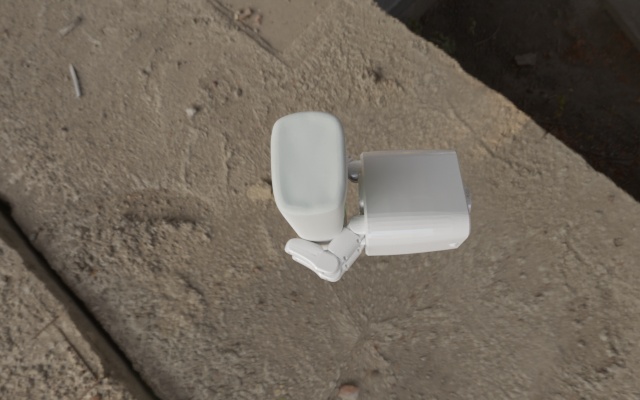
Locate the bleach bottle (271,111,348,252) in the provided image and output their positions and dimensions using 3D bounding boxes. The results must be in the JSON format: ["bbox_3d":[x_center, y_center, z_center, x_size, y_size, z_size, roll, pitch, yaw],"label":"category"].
[{"bbox_3d":[0.000,0.002,0.535,0.068,0.102,0.251,-3,-16,4],"label":"bleach bottle"}]
